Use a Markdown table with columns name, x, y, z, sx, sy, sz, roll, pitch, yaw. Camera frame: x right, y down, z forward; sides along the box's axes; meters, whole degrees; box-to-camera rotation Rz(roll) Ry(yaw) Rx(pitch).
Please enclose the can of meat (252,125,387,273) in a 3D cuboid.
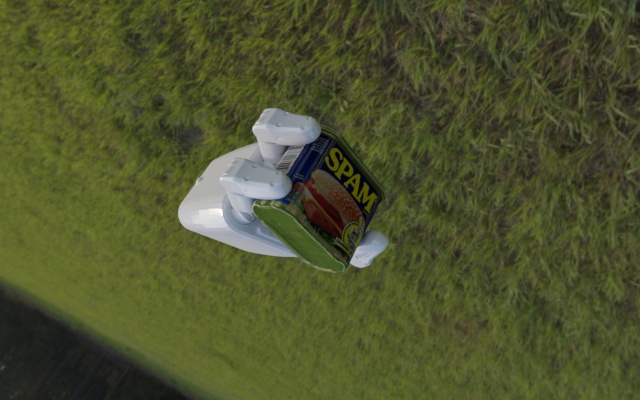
| name | x | y | z | sx | sy | sz | roll | pitch | yaw |
| --- | --- | --- | --- | --- | --- | --- | --- | --- | --- |
| can of meat | 0.000 | 0.002 | 0.410 | 0.057 | 0.084 | 0.102 | -2 | -40 | 47 |
